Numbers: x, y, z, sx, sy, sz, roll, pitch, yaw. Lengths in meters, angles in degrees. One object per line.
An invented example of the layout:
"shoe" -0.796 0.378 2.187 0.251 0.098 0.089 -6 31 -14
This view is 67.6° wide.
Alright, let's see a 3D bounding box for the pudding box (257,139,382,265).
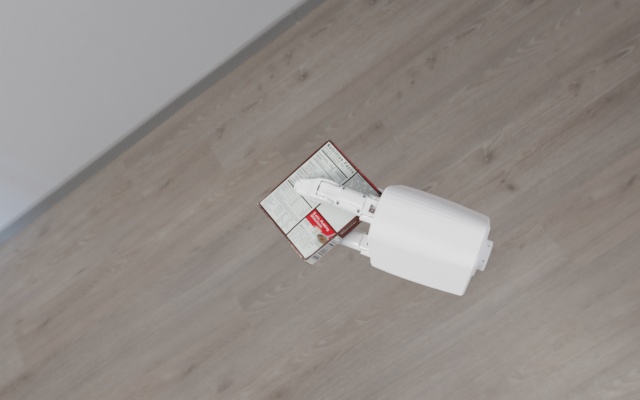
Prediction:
"pudding box" 0.000 0.002 0.537 0.113 0.090 0.039 -41 -16 0
